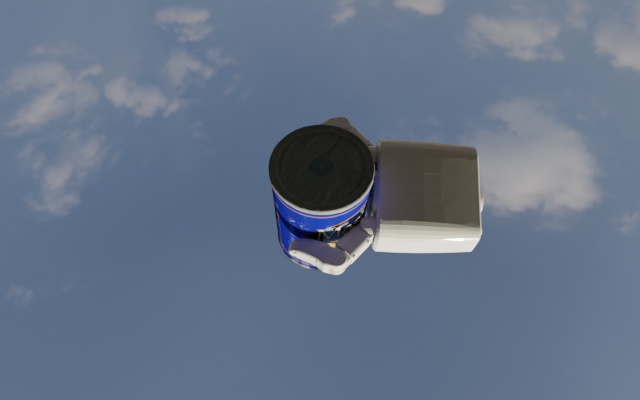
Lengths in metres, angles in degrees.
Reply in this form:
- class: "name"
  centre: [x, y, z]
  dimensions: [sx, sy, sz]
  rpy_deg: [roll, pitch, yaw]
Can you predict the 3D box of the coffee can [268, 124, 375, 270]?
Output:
- class: "coffee can"
  centre: [0.000, 0.002, 0.519]
  dimensions: [0.103, 0.102, 0.140]
  rpy_deg: [0, -30, -1]
